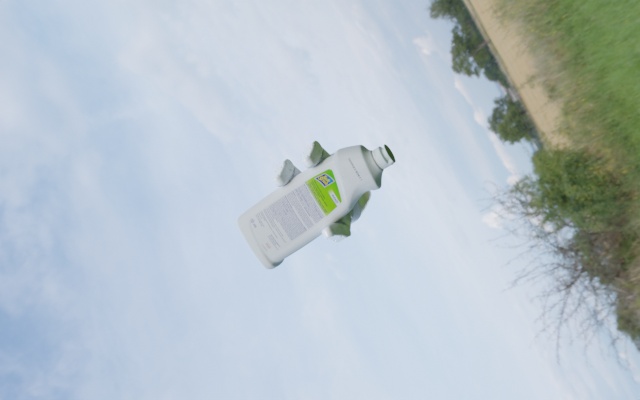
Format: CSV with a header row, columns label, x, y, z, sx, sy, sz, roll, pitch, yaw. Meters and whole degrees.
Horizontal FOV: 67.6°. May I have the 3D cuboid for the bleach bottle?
label,x,y,z,sx,sy,sz,roll,pitch,yaw
bleach bottle,0.000,0.002,0.698,0.251,0.102,0.068,-31,5,23
